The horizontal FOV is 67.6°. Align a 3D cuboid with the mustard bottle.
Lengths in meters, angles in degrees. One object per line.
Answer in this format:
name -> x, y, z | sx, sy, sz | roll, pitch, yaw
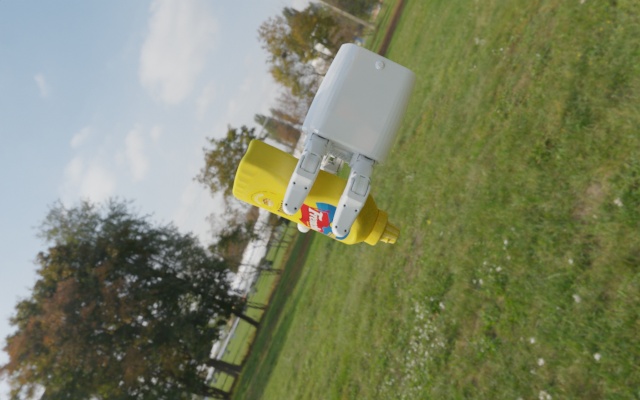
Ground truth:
mustard bottle -> 0.000, 0.002, 0.537 | 0.191, 0.058, 0.096 | 24, -28, -4
